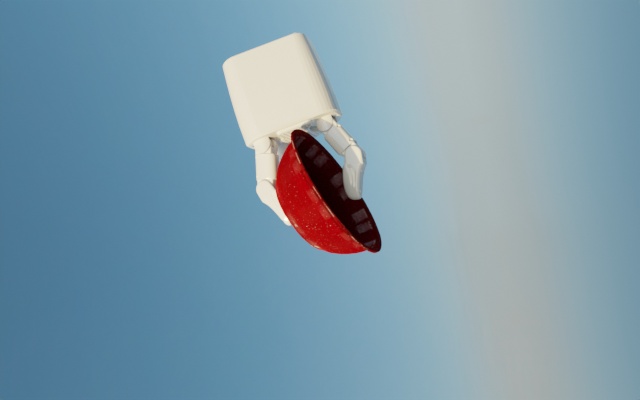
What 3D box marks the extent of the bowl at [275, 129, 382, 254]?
[{"bbox_3d":[0.000,0.003,0.528,0.055,0.162,0.162,-35,-11,16],"label":"bowl"}]
